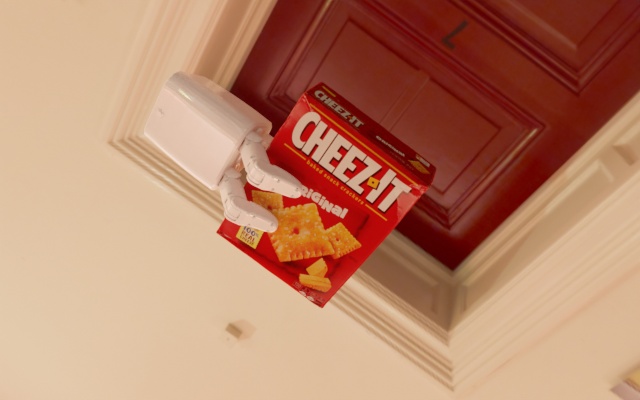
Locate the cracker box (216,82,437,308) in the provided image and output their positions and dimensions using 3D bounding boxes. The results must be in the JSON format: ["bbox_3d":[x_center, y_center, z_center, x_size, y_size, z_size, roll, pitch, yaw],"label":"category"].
[{"bbox_3d":[0.000,0.002,0.554,0.164,0.214,0.072,37,29,0],"label":"cracker box"}]
